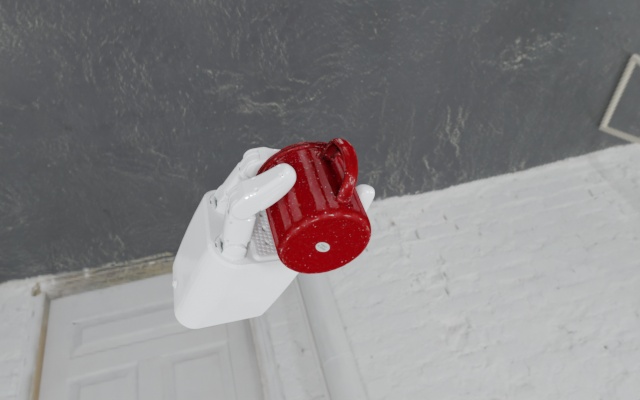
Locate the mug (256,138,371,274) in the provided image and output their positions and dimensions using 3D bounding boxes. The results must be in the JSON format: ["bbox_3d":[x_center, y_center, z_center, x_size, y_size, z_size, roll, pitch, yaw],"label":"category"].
[{"bbox_3d":[0.001,0.001,0.409,0.093,0.081,0.117,10,-49,-30],"label":"mug"}]
